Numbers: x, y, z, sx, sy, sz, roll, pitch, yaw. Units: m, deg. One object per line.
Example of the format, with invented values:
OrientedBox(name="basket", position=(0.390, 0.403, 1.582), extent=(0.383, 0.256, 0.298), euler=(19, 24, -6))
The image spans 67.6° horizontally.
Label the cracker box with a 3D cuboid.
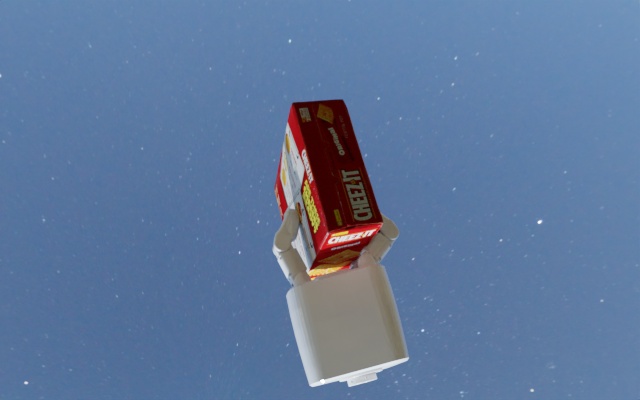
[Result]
OrientedBox(name="cracker box", position=(0.000, 0.002, 0.606), extent=(0.072, 0.164, 0.214), euler=(-9, -23, -16))
